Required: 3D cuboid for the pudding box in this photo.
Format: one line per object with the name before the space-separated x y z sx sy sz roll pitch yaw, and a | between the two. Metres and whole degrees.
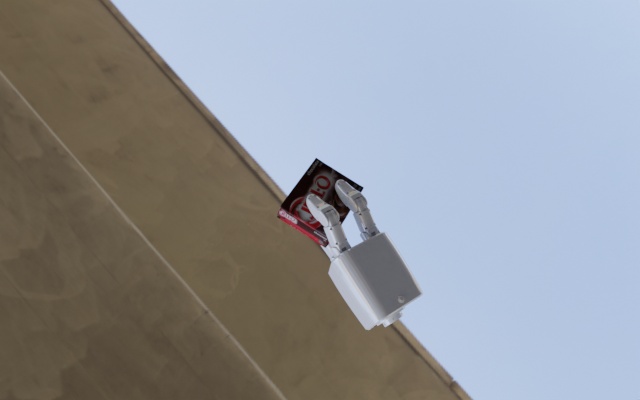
pudding box | 0.000 0.002 0.726 0.090 0.113 0.039 33 -34 2
